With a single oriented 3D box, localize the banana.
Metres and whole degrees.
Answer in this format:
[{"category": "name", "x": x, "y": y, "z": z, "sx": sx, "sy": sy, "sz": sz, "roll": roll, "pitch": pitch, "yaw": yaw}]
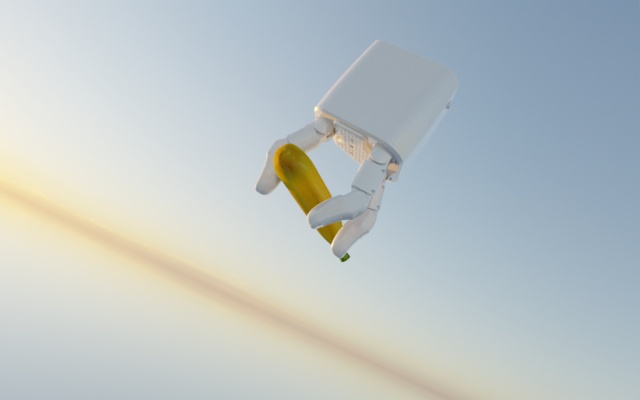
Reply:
[{"category": "banana", "x": -0.009, "y": -0.008, "z": 0.491, "sx": 0.069, "sy": 0.037, "sz": 0.198, "roll": 49, "pitch": -6, "yaw": 37}]
